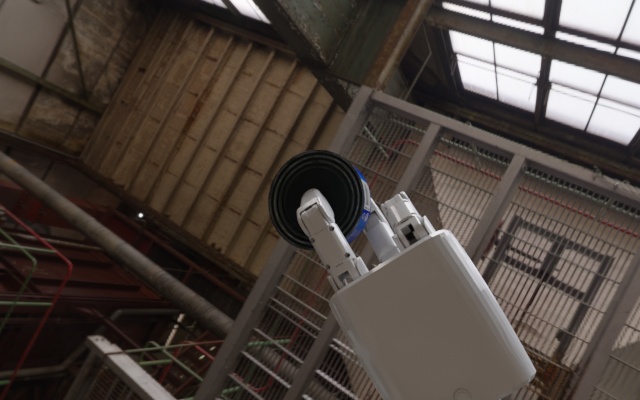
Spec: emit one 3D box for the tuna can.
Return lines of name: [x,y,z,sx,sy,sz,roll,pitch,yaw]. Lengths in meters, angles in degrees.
tuna can: [0.000,0.001,0.416,0.086,0.086,0.034,0,-8,19]
